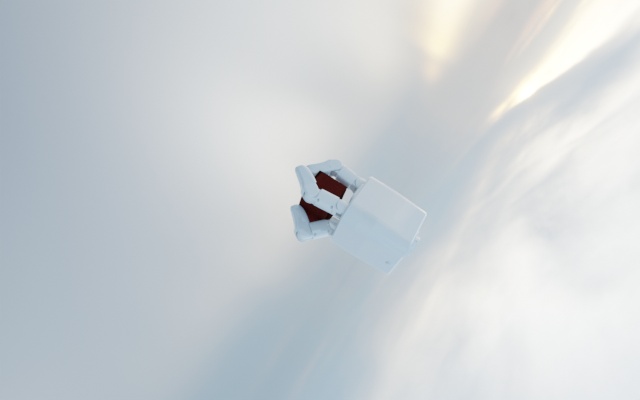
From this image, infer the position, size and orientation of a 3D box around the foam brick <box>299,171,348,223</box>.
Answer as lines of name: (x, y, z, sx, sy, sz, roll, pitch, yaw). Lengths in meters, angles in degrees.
foam brick: (0.000, 0.002, 0.752, 0.051, 0.053, 0.078, 32, -31, 7)
